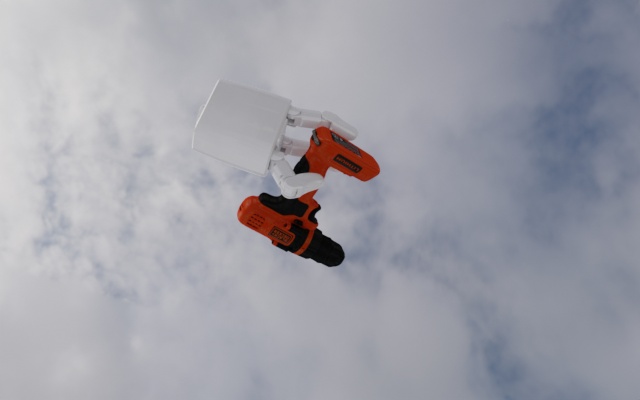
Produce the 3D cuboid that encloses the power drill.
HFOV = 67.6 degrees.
[{"bbox_3d":[0.000,0.002,0.691,0.184,0.188,0.057,29,21,-24],"label":"power drill"}]
